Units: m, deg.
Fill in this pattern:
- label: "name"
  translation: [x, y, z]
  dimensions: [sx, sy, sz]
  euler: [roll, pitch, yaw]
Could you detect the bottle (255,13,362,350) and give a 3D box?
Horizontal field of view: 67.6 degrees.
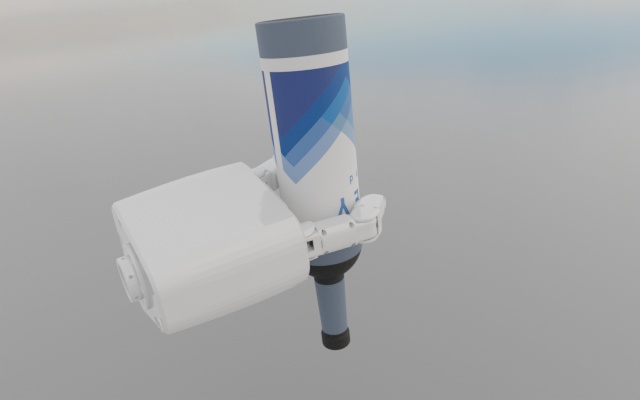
- label: "bottle"
  translation: [0.000, 0.001, 0.406]
  dimensions: [0.069, 0.296, 0.069]
  euler: [-6, 23, 2]
